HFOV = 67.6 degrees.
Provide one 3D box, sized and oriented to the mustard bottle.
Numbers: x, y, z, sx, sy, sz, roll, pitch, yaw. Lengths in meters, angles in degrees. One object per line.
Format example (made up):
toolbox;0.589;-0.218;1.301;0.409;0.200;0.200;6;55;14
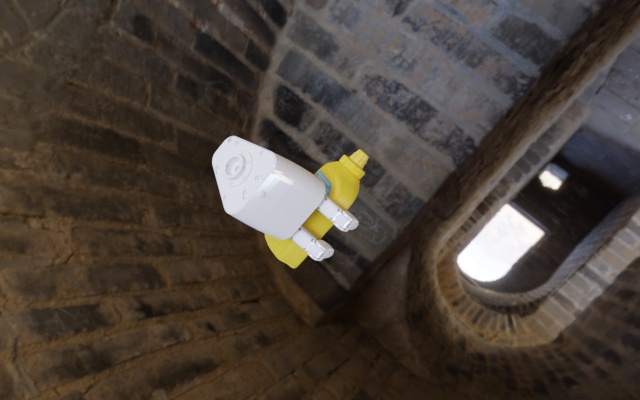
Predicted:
mustard bottle;0.000;0.003;0.700;0.058;0.191;0.096;37;9;-27
